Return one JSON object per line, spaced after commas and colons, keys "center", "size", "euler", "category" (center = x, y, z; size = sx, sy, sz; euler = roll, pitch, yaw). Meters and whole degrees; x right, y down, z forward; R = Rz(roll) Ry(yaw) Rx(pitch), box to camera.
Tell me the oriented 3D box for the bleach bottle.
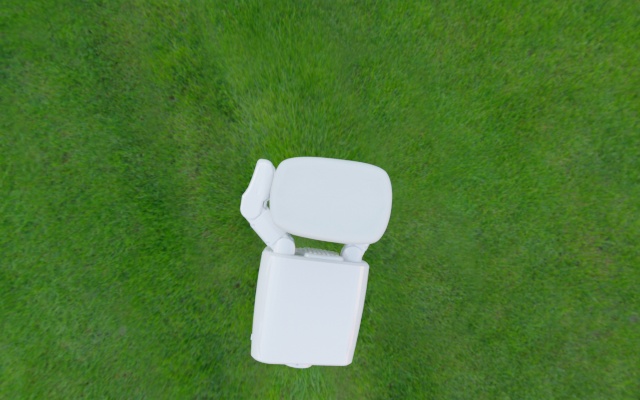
{"center": [0.000, 0.002, 0.505], "size": [0.102, 0.068, 0.251], "euler": [8, -2, -3], "category": "bleach bottle"}
